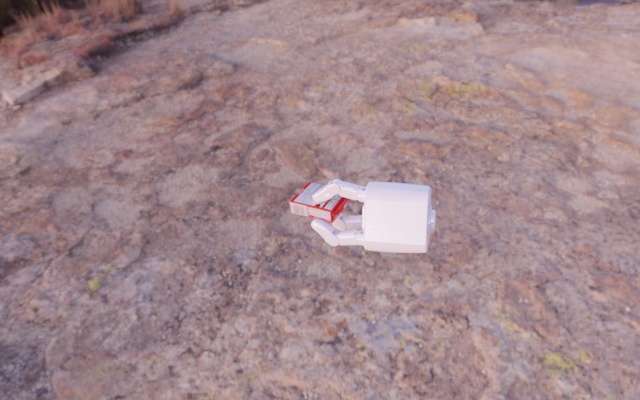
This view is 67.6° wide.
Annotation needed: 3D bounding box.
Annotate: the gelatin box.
[{"bbox_3d":[0.000,0.002,0.870,0.089,0.030,0.073,13,38,26],"label":"gelatin box"}]
